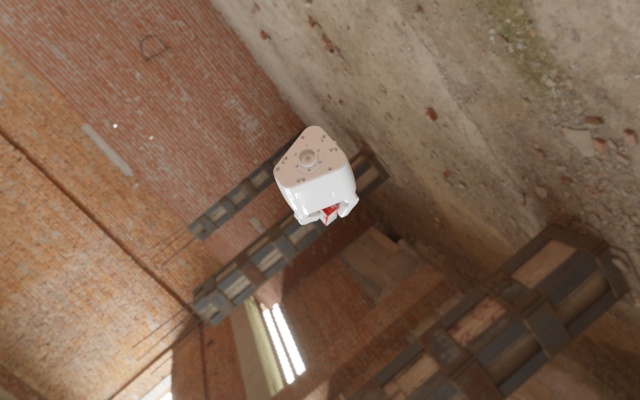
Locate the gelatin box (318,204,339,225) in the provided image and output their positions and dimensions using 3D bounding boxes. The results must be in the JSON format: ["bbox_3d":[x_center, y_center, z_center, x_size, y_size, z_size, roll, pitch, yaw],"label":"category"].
[{"bbox_3d":[0.000,0.003,0.891,0.030,0.073,0.089,-37,-11,-10],"label":"gelatin box"}]
